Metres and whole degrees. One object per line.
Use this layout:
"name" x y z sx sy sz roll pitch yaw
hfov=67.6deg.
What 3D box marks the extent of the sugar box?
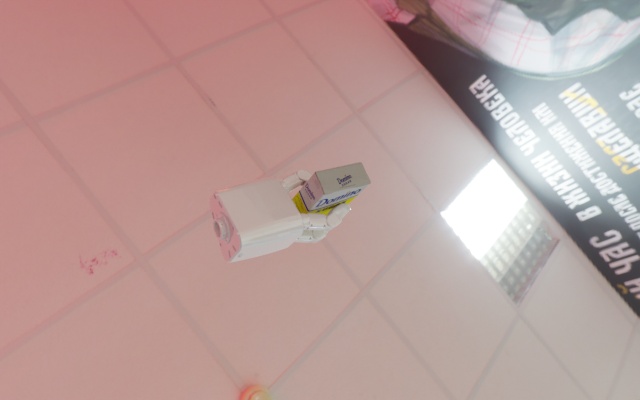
"sugar box" 0.000 0.003 0.797 0.093 0.048 0.176 -14 -16 -32
